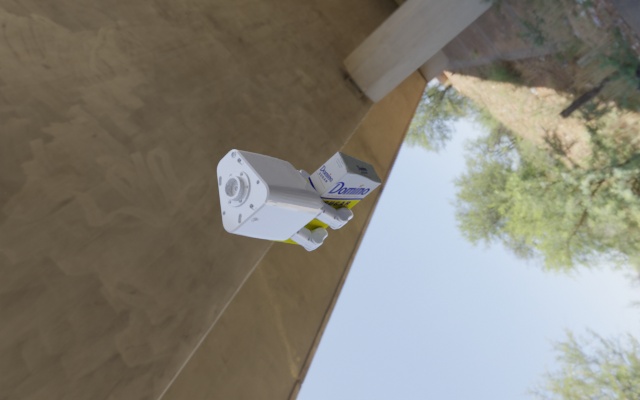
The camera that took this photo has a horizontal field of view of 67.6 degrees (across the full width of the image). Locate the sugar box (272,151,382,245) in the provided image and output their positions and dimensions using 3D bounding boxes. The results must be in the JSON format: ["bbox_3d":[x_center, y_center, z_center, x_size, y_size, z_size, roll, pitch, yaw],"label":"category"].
[{"bbox_3d":[0.000,0.003,0.740,0.176,0.048,0.093,-38,-30,27],"label":"sugar box"}]
